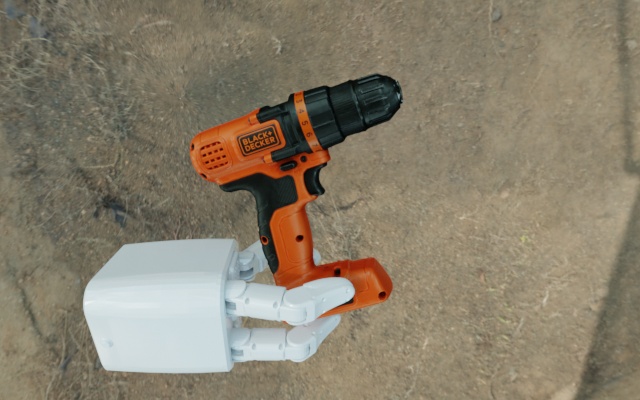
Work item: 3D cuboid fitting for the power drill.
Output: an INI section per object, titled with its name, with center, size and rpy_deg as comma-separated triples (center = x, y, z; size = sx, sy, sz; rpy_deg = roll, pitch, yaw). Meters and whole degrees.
[power drill]
center = 0.000, 0.002, 0.411
size = 0.184, 0.188, 0.057
rpy_deg = -17, 9, 13
